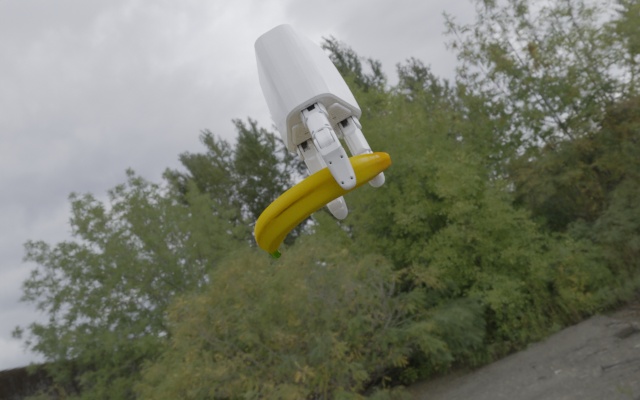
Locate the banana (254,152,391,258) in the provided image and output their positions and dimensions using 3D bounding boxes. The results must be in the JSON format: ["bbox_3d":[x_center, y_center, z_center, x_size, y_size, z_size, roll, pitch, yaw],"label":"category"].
[{"bbox_3d":[-0.013,0.003,0.524,0.198,0.037,0.069,-39,-23,29],"label":"banana"}]
